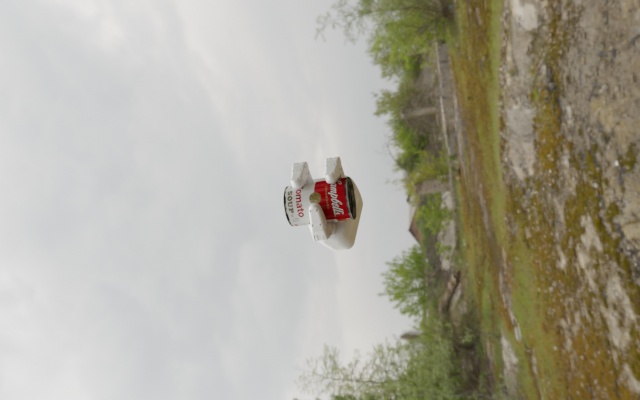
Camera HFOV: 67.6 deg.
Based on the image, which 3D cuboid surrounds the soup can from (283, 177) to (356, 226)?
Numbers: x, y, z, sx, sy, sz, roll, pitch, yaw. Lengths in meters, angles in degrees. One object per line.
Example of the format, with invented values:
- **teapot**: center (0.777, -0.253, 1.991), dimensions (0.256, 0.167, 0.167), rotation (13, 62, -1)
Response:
- **soup can**: center (0.000, 0.002, 0.753), dimensions (0.102, 0.068, 0.068), rotation (-7, -2, 13)
